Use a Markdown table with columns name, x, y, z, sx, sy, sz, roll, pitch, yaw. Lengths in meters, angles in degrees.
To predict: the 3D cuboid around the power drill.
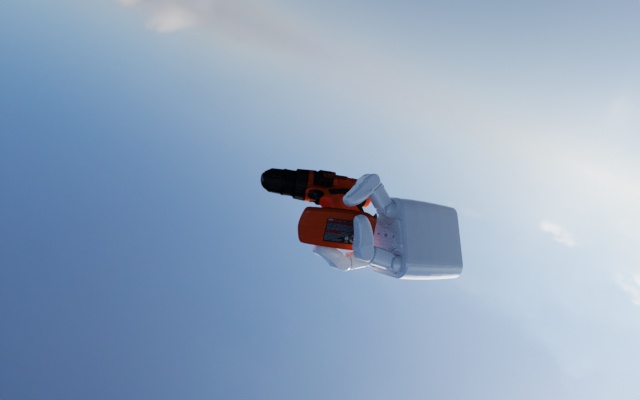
| name | x | y | z | sx | sy | sz | roll | pitch | yaw |
| --- | --- | --- | --- | --- | --- | --- | --- | --- | --- |
| power drill | 0.000 | 0.003 | 0.714 | 0.184 | 0.057 | 0.187 | 7 | 23 | -8 |
